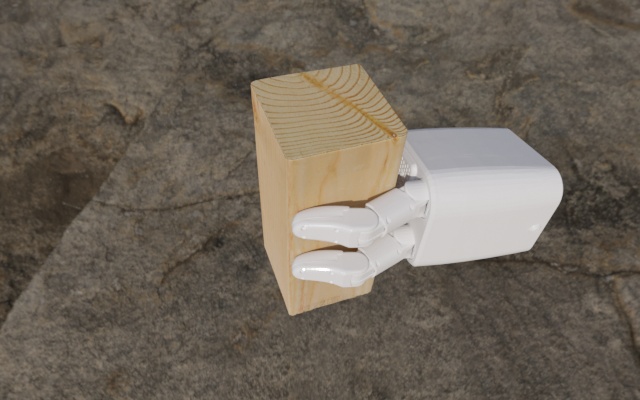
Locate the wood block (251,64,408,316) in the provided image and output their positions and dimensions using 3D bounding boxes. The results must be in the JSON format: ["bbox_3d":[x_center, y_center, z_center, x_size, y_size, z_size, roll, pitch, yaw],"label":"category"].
[{"bbox_3d":[0.000,0.001,0.413,0.090,0.090,0.206,-14,-39,-15],"label":"wood block"}]
